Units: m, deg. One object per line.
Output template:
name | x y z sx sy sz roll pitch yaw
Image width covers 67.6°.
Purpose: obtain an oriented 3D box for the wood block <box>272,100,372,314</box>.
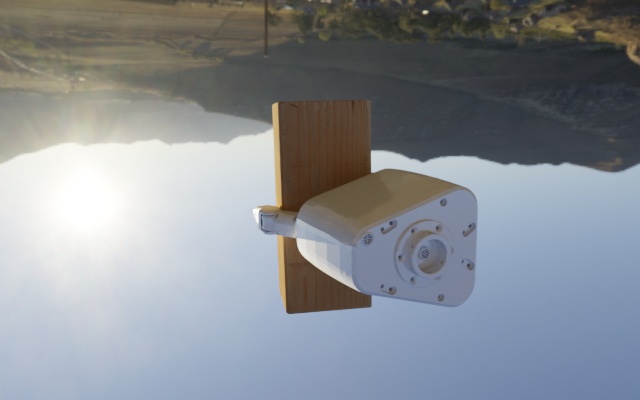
wood block | 0.000 0.002 0.500 0.091 0.206 0.090 -3 10 -9
